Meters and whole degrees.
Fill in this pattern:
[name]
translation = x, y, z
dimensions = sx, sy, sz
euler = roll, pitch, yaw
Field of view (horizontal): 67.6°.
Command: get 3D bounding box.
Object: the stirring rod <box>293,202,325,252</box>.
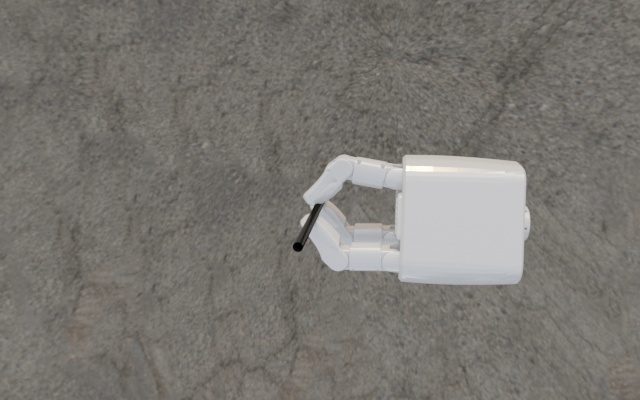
[stirring rod]
translation = 0.000, 0.001, 0.472
dimensions = 0.011, 0.011, 0.239
euler = 0, 16, 9
